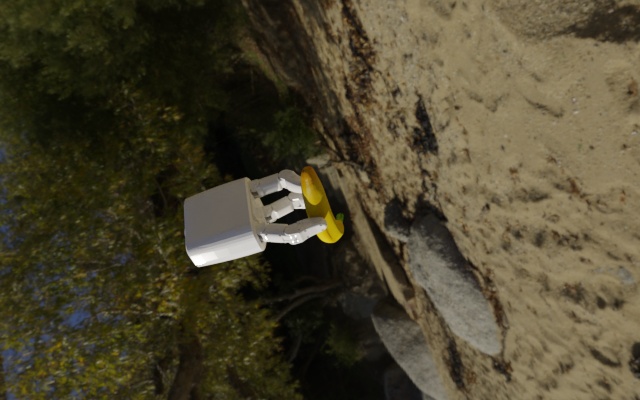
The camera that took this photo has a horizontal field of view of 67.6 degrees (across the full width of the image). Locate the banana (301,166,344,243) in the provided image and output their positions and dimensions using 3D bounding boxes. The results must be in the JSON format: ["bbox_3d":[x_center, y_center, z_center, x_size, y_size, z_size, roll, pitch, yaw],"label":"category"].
[{"bbox_3d":[0.004,0.020,0.720,0.037,0.069,0.198,-13,-25,9],"label":"banana"}]
